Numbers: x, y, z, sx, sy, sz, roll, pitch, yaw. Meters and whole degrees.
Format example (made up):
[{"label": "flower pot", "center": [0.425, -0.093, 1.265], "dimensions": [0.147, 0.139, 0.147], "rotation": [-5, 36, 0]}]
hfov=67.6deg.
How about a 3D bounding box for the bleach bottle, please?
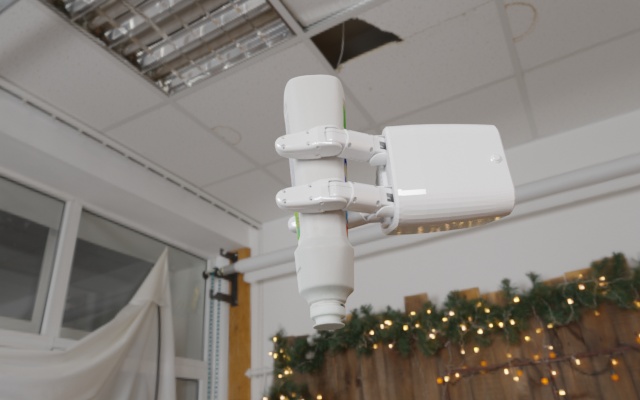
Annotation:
[{"label": "bleach bottle", "center": [0.000, 0.001, 0.475], "dimensions": [0.068, 0.250, 0.103], "rotation": [-3, -27, -1]}]
